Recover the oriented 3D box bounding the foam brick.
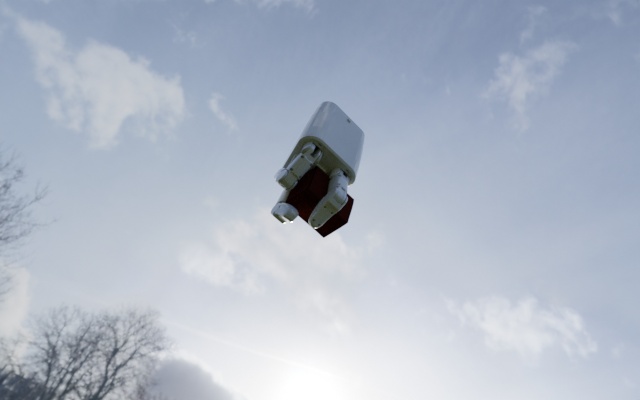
[{"bbox_3d":[0.000,0.002,0.667,0.078,0.051,0.053,42,-51,-20],"label":"foam brick"}]
